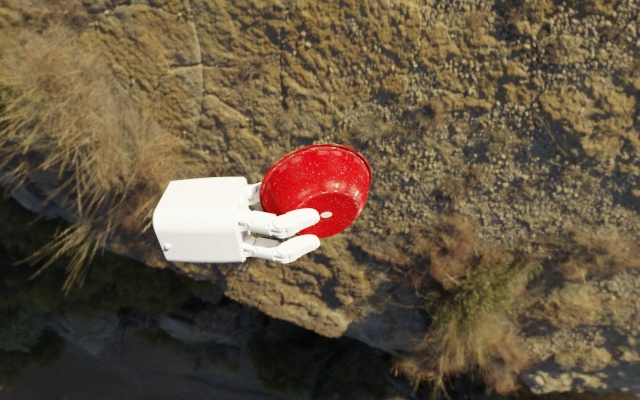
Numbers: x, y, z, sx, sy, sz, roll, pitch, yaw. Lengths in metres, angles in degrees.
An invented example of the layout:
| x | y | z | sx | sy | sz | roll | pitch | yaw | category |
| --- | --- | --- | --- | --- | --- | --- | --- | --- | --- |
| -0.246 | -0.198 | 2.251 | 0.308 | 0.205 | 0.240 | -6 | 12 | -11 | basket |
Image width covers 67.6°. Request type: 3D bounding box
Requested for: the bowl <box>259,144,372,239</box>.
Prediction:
| x | y | z | sx | sy | sz | roll | pitch | yaw | category |
| --- | --- | --- | --- | --- | --- | --- | --- | --- | --- |
| 0.001 | 0.002 | 0.648 | 0.162 | 0.055 | 0.162 | -10 | -43 | -9 | bowl |
